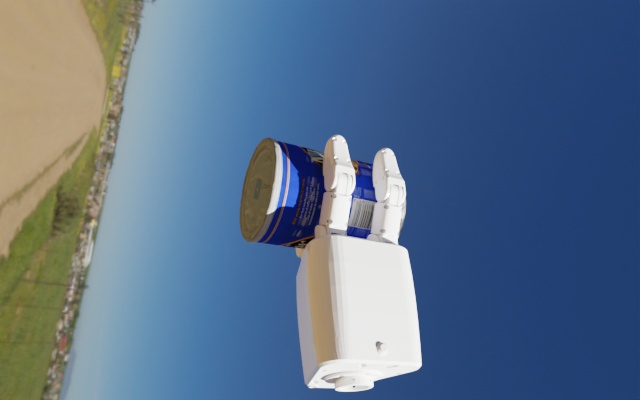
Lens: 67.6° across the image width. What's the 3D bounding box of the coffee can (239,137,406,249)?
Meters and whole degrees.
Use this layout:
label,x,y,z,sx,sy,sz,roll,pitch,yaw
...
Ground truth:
label,x,y,z,sx,sy,sz,roll,pitch,yaw
coffee can,0.000,0.001,0.488,0.140,0.103,0.103,11,-5,-24
